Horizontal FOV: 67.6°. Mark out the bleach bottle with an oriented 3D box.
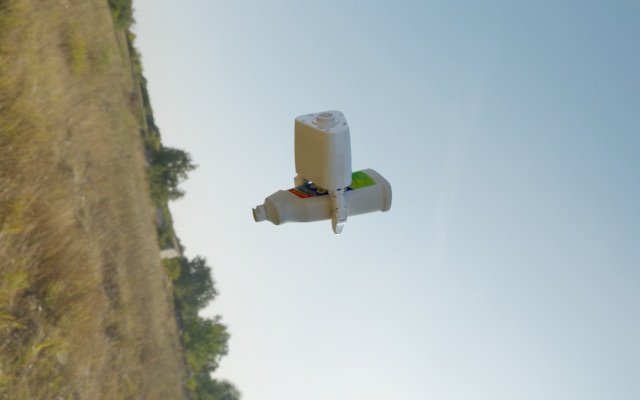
[{"bbox_3d":[0.000,0.003,0.888,0.251,0.068,0.102,-13,31,-19],"label":"bleach bottle"}]
